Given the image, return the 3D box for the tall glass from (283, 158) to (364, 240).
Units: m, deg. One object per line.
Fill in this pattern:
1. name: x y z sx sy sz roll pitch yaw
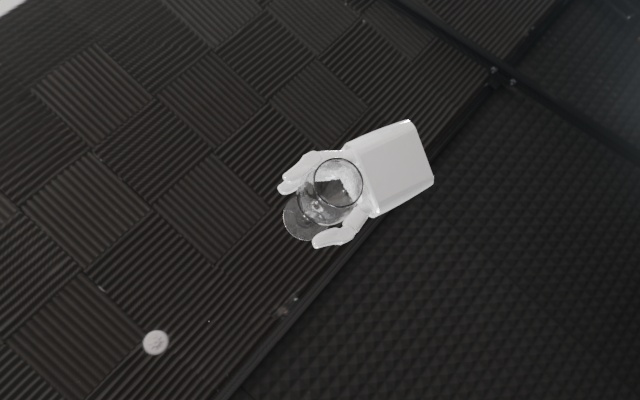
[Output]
1. tall glass: 0.000 0.002 0.657 0.079 0.079 0.201 0 -14 -13
